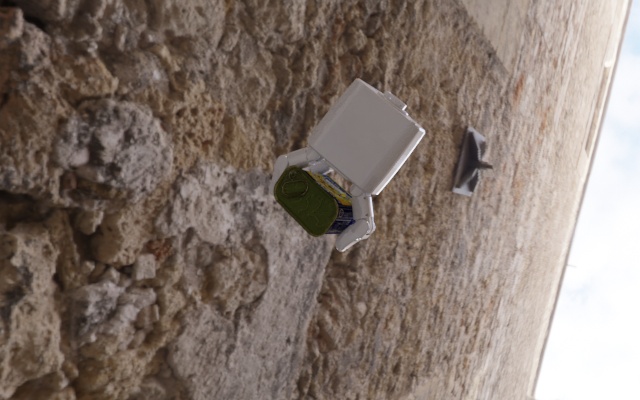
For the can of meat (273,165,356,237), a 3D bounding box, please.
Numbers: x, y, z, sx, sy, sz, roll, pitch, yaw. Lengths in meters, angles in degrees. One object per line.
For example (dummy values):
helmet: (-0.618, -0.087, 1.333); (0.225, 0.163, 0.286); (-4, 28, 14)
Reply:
can of meat: (0.000, 0.002, 0.649); (0.102, 0.057, 0.084); (43, 18, 26)
